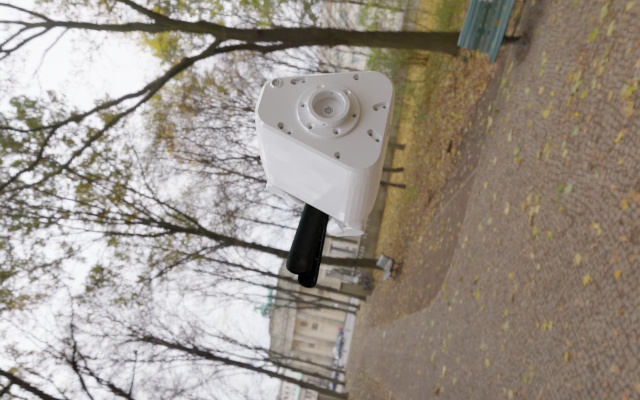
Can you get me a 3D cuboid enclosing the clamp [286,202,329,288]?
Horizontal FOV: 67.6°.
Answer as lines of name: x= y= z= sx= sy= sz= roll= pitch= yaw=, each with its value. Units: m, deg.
clamp: x=-0.001 y=0.001 z=0.556 sx=0.036 sy=0.210 sz=0.165 roll=12 pitch=-21 yaw=4
